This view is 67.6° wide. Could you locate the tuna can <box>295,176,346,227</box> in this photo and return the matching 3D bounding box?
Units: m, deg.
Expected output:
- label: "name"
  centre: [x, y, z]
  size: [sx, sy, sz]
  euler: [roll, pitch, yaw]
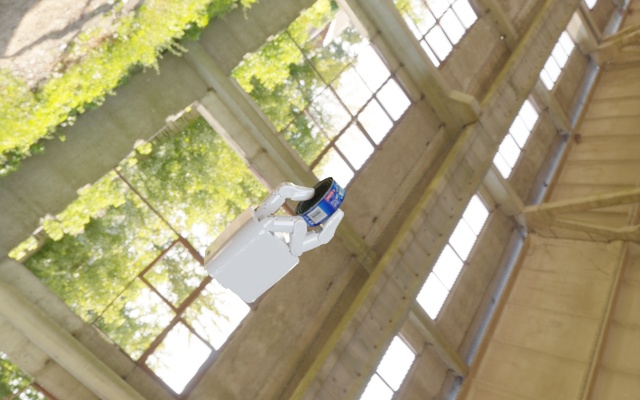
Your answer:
- label: "tuna can"
  centre: [0.001, 0.003, 0.776]
  size: [0.034, 0.086, 0.086]
  euler: [45, -16, -17]
